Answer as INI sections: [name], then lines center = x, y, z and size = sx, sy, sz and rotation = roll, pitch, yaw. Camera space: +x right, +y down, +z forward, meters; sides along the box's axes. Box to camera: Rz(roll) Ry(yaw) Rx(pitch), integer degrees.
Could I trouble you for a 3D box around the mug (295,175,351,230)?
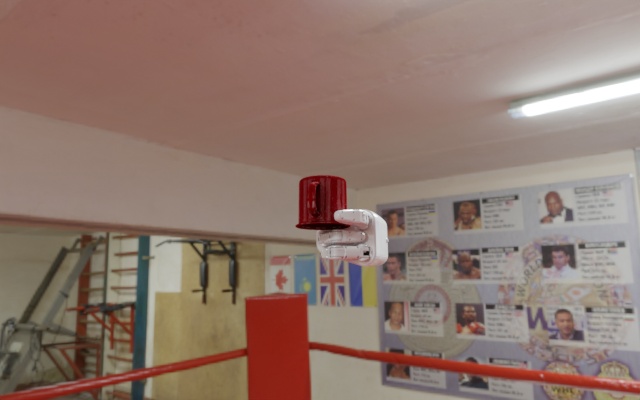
[mug]
center = 0.000, 0.002, 0.796
size = 0.093, 0.081, 0.117
rotation = -4, -11, 18
